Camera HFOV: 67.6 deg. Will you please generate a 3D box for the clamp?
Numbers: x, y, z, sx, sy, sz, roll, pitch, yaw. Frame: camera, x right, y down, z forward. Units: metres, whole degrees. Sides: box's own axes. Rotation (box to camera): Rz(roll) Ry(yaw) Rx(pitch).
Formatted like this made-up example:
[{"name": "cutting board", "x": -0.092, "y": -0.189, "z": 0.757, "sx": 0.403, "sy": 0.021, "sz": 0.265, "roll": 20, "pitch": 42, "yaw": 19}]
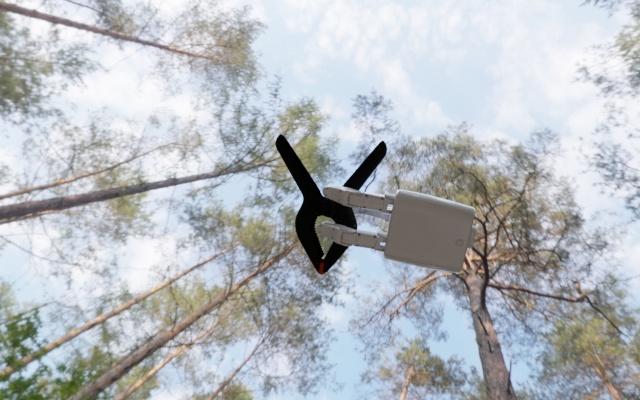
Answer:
[{"name": "clamp", "x": 0.000, "y": 0.003, "z": 0.704, "sx": 0.164, "sy": 0.210, "sz": 0.036, "roll": 13, "pitch": 13, "yaw": 16}]
